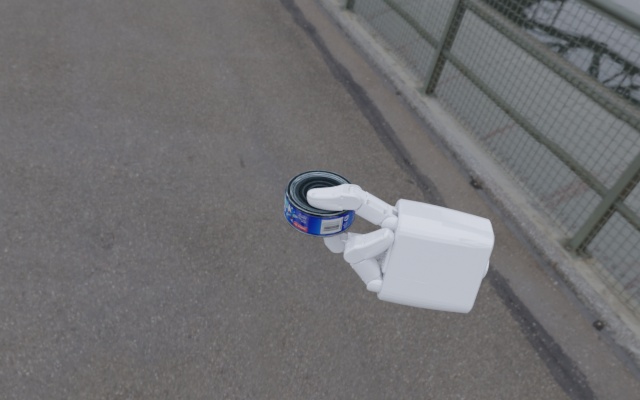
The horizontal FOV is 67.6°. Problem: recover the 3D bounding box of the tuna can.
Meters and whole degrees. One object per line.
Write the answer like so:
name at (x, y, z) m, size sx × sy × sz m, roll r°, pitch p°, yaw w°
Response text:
tuna can at (0.000, 0.001, 0.559) m, size 0.086 × 0.034 × 0.086 m, roll 4°, pitch 40°, yaw -4°
